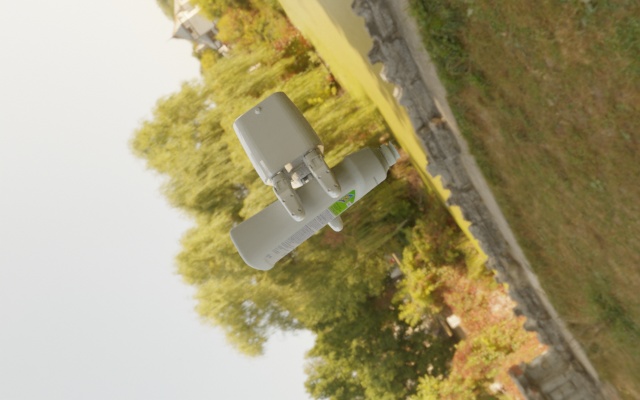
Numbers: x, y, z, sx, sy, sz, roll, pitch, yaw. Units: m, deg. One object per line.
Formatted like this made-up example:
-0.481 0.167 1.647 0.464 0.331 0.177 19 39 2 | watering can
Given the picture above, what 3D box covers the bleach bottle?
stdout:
0.000 0.002 0.668 0.251 0.068 0.102 -34 -15 3 | bleach bottle
